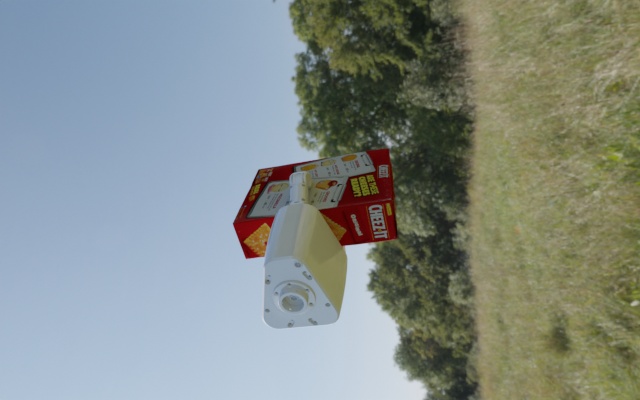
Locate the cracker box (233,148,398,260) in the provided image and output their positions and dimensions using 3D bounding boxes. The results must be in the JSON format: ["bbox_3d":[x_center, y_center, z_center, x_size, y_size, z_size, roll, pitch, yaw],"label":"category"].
[{"bbox_3d":[0.000,0.002,0.693,0.214,0.072,0.164,-8,29,11],"label":"cracker box"}]
